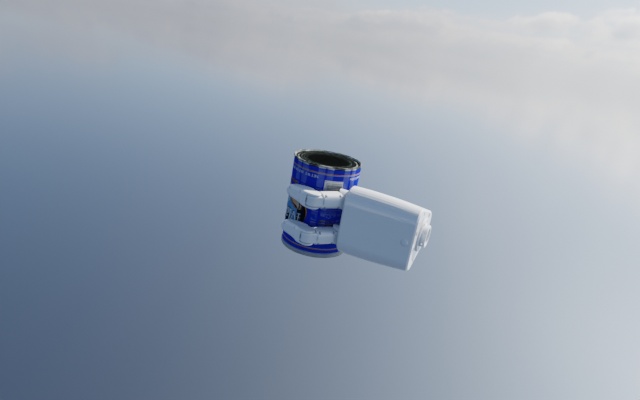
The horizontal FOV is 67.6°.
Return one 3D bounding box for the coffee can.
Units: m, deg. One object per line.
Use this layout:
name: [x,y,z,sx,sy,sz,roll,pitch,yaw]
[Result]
coffee can: [0.000,0.002,0.730,0.103,0.140,0.102,9,19,-3]
